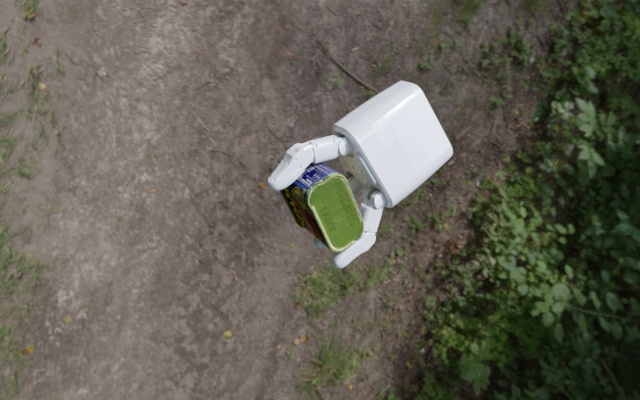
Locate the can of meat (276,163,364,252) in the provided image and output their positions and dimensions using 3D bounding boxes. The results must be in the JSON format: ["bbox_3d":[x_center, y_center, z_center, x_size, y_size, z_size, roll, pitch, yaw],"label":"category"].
[{"bbox_3d":[0.000,0.002,0.559,0.057,0.102,0.084,-35,34,-14],"label":"can of meat"}]
